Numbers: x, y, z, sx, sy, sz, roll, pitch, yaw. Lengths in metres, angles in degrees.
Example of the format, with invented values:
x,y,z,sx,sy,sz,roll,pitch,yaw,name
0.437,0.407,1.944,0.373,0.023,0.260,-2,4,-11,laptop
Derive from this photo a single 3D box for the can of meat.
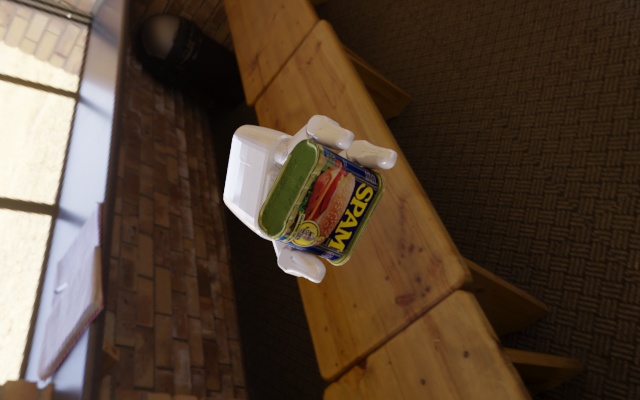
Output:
x,y,z,sx,sy,sz,roll,pitch,yaw,name
0.000,0.002,0.458,0.084,0.102,0.057,24,6,-35,can of meat
